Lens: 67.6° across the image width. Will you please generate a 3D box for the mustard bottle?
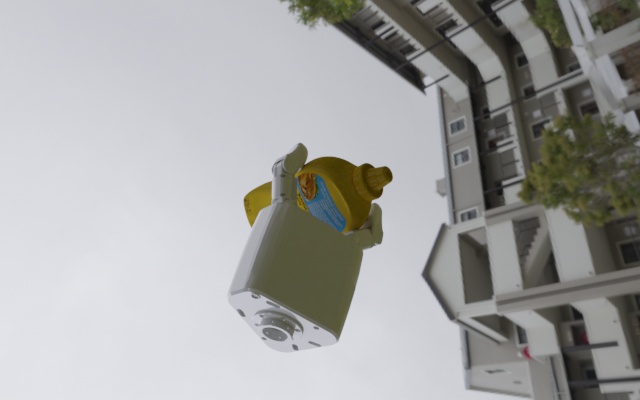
[{"bbox_3d":[0.000,0.002,0.555,0.192,0.096,0.058,-23,10,37],"label":"mustard bottle"}]
